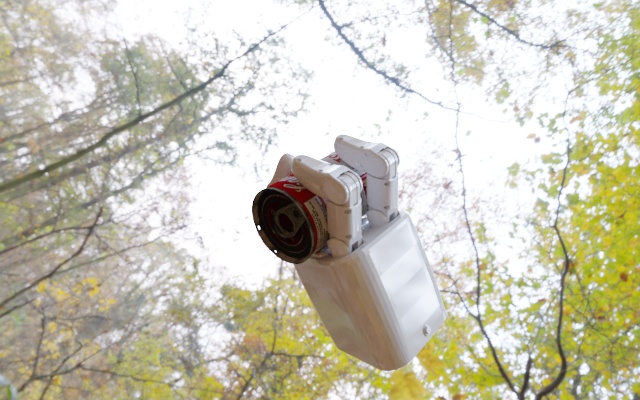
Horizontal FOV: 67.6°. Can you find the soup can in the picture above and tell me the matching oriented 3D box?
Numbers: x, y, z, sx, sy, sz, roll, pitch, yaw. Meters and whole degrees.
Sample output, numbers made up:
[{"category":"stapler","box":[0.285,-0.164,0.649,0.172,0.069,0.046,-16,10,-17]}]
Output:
[{"category":"soup can","box":[0.000,0.001,0.417,0.068,0.068,0.102,0,24,44]}]
